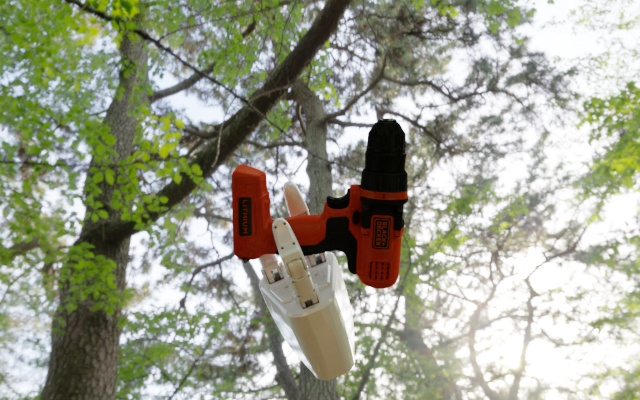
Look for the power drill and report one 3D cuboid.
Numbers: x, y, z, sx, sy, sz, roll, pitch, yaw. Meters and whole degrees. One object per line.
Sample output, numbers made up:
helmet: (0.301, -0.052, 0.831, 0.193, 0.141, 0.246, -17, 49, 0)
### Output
power drill: (0.000, 0.002, 0.520, 0.187, 0.184, 0.057, 3, 9, 7)
